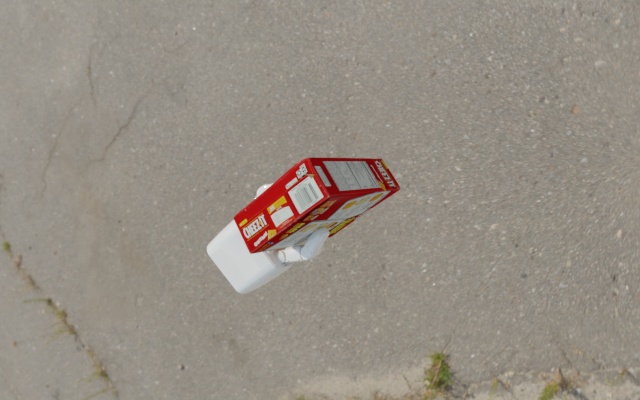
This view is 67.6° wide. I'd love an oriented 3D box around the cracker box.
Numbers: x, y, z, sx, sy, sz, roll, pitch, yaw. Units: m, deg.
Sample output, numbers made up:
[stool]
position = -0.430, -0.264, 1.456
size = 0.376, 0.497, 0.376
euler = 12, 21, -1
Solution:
[cracker box]
position = 0.000, 0.003, 0.731
size = 0.164, 0.072, 0.213
euler = -37, -16, 31
